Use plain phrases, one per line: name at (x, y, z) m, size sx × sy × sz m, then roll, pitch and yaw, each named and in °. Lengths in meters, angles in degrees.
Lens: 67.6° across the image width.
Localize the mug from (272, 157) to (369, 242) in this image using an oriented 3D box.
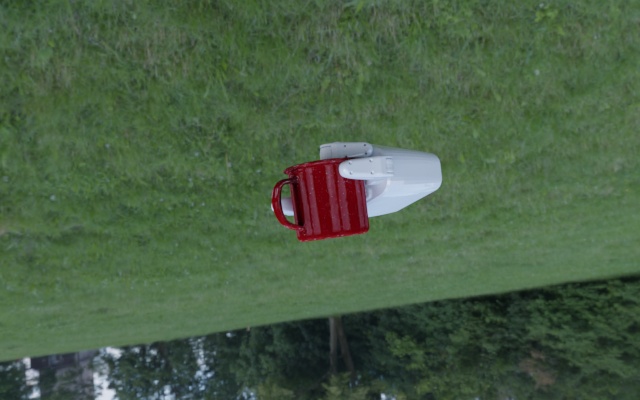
mug at (-0.001, 0.002, 0.524) m, size 0.117 × 0.081 × 0.093 m, roll -5°, pitch -5°, yaw -38°
